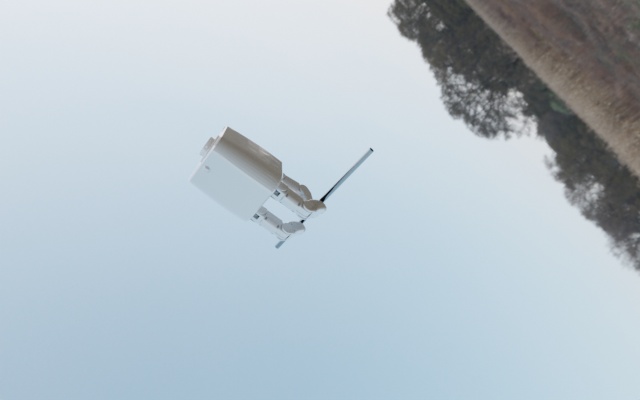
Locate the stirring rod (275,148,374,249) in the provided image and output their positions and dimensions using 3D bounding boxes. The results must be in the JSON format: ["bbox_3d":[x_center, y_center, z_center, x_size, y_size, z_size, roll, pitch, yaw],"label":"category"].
[{"bbox_3d":[0.000,0.002,0.743,0.011,0.011,0.240,0,-39,-52],"label":"stirring rod"}]
